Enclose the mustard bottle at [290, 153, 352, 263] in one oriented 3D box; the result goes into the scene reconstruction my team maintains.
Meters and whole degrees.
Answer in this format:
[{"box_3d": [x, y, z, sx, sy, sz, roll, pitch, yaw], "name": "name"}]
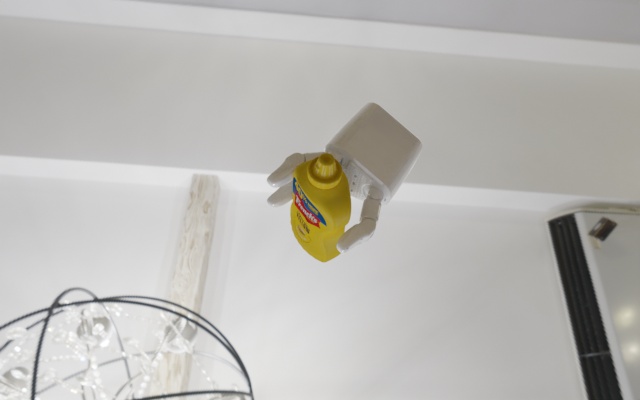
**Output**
[{"box_3d": [0.000, 0.002, 0.619, 0.058, 0.096, 0.192, -26, -25, -19], "name": "mustard bottle"}]
